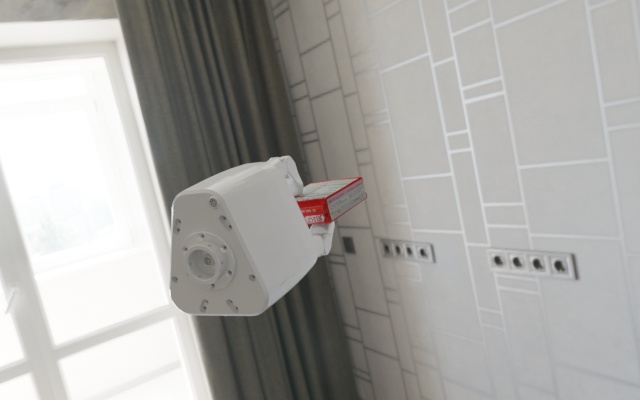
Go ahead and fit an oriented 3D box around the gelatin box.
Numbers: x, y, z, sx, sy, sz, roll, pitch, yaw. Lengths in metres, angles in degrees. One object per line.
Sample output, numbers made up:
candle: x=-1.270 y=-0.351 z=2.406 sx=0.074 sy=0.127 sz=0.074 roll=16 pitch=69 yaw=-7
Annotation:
gelatin box: x=0.000 y=0.001 z=0.542 sx=0.073 sy=0.030 sz=0.089 roll=-6 pitch=15 yaw=34
